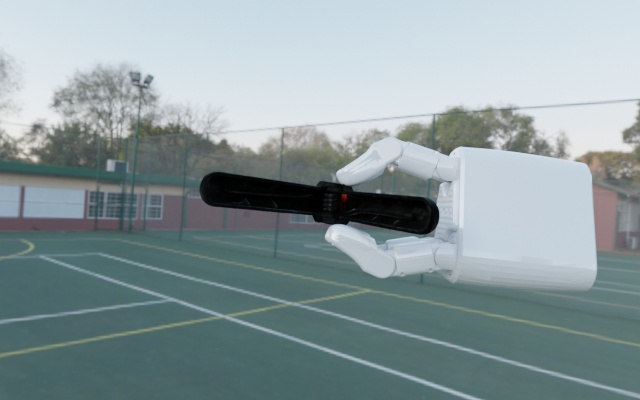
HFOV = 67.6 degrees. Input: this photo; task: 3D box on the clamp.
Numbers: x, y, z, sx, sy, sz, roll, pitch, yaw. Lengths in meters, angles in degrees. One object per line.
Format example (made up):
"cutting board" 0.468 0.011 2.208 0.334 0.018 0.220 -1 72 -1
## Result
"clamp" 0.000 0.001 0.409 0.164 0.036 0.210 8 0 2
